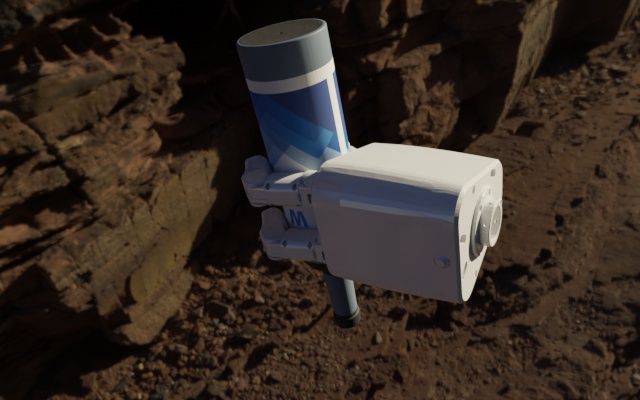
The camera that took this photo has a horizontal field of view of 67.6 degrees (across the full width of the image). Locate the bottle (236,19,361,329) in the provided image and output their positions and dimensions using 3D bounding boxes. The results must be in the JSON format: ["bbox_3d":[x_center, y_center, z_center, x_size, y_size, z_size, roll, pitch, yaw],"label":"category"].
[{"bbox_3d":[0.000,0.001,0.419,0.069,0.296,0.069,-9,32,6],"label":"bottle"}]
